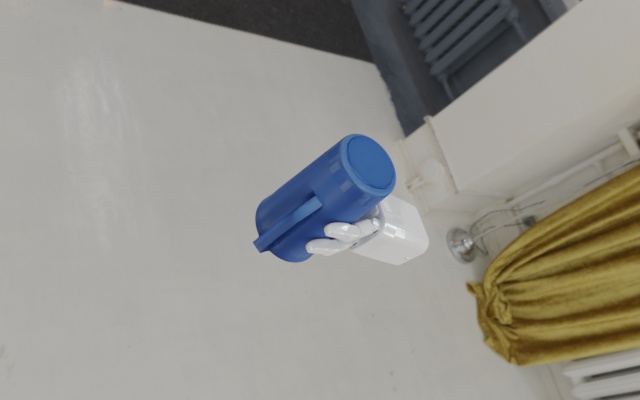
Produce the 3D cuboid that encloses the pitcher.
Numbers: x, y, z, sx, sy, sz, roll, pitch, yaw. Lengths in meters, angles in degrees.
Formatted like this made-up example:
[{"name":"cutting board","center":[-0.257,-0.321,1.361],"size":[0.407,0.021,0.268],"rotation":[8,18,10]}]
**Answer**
[{"name":"pitcher","center":[0.000,0.003,0.771],"size":[0.145,0.149,0.243],"rotation":[22,-39,-27]}]
